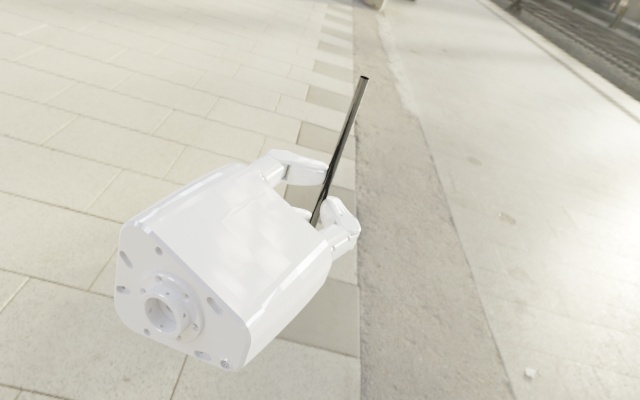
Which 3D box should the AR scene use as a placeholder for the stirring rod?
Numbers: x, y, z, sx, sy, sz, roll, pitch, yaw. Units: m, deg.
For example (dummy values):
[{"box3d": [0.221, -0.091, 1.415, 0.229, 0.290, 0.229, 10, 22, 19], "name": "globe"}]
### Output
[{"box3d": [0.000, 0.002, 0.434, 0.011, 0.240, 0.011, 14, 32, -9], "name": "stirring rod"}]
